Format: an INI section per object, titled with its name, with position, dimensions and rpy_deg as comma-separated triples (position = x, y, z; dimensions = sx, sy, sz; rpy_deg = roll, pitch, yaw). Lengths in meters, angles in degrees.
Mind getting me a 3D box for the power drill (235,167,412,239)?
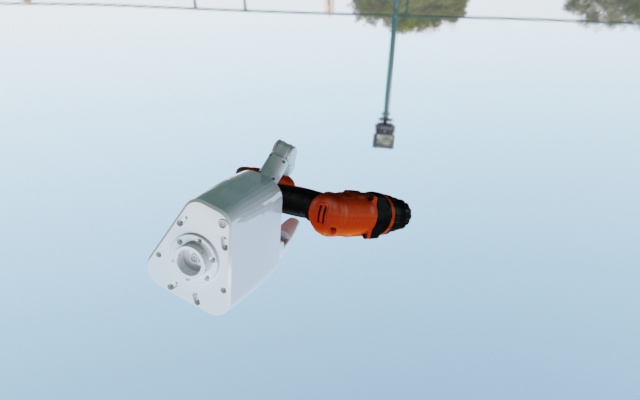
[power drill]
position = 0.000, 0.002, 0.583
dimensions = 0.187, 0.057, 0.184
rpy_deg = 11, 3, 35
